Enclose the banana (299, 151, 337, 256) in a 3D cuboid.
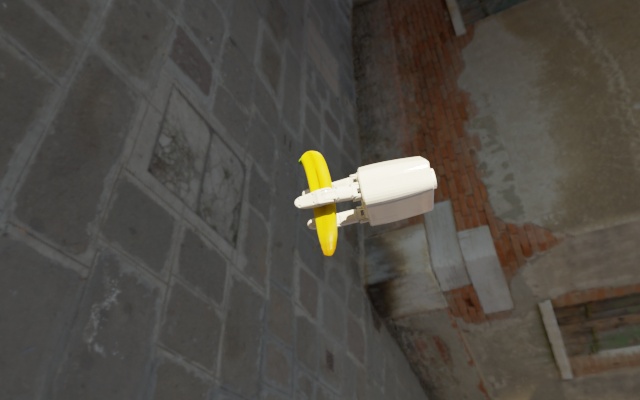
[{"bbox_3d":[0.000,-0.011,0.756,0.037,0.197,0.070,-9,-34,-8],"label":"banana"}]
